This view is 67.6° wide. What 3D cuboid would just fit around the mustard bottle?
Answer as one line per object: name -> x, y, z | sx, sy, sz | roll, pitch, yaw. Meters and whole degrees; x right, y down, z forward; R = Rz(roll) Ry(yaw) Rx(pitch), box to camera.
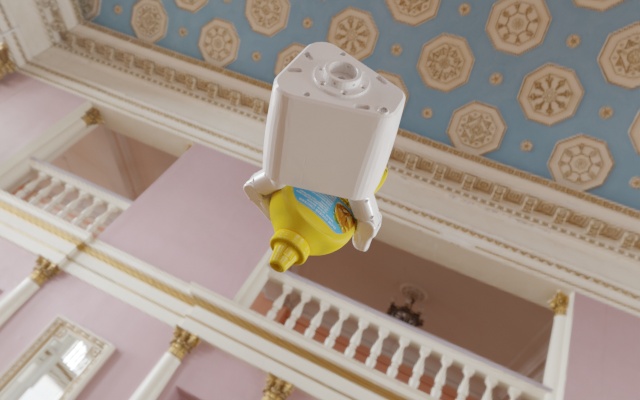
mustard bottle -> 0.000, 0.002, 0.521 | 0.058, 0.096, 0.191 | -36, 15, 50
